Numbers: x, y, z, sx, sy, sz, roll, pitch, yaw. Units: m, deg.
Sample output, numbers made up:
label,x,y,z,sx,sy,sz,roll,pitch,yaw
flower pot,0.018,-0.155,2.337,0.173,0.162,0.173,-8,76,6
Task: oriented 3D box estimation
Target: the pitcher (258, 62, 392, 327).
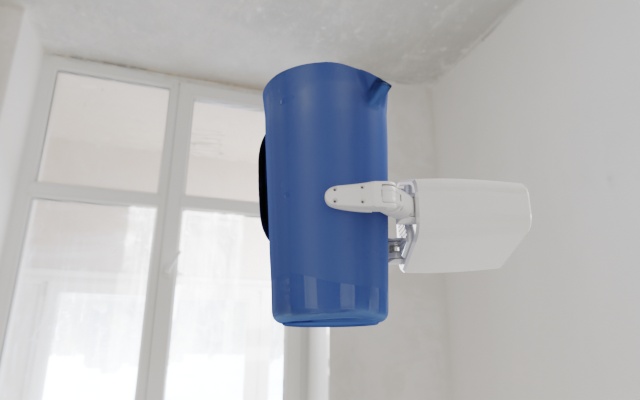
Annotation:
label,x,y,z,sx,sy,sz,roll,pitch,yaw
pitcher,0.000,0.002,0.483,0.145,0.242,0.149,-1,-18,0
